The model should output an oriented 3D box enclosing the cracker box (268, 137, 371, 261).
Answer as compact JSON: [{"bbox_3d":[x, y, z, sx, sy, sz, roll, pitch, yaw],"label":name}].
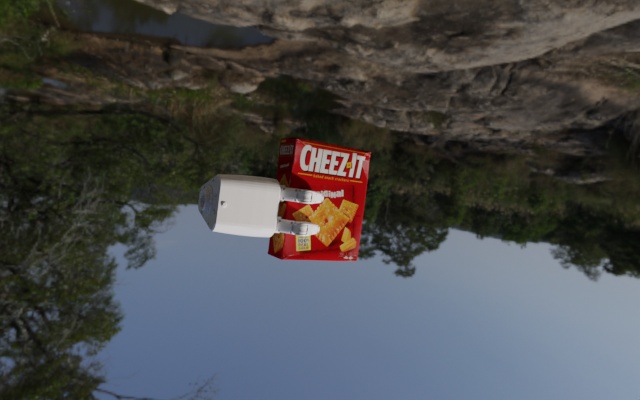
[{"bbox_3d":[0.000,0.003,0.879,0.164,0.213,0.072,6,2,-31],"label":"cracker box"}]
